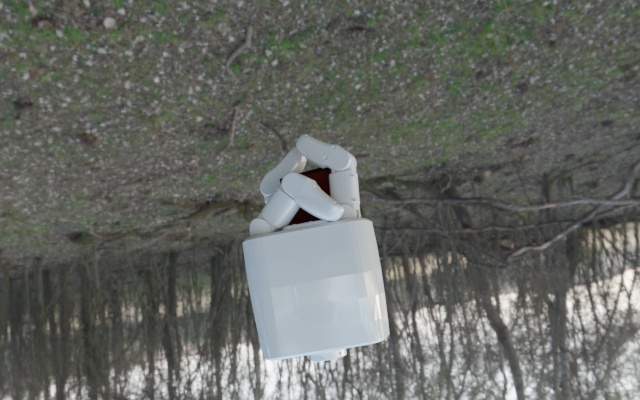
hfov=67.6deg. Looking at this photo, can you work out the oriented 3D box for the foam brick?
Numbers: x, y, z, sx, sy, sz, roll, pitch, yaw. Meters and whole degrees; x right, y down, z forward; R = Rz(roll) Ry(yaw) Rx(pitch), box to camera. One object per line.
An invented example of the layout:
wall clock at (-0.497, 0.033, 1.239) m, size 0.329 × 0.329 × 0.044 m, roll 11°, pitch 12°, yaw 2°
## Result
foam brick at (0.000, 0.001, 0.482) m, size 0.053 × 0.051 × 0.078 m, roll -14°, pitch -10°, yaw 18°
